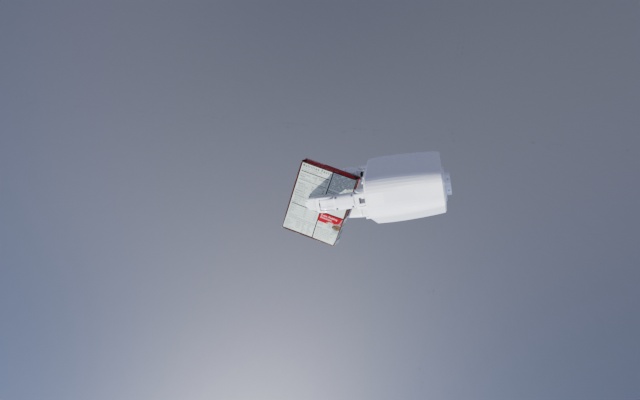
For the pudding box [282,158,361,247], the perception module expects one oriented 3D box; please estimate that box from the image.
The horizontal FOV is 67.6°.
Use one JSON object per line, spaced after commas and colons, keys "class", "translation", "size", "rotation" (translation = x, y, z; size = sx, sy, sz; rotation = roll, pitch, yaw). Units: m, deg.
{"class": "pudding box", "translation": [0.000, 0.002, 0.723], "size": [0.090, 0.113, 0.039], "rotation": [20, 12, 8]}
